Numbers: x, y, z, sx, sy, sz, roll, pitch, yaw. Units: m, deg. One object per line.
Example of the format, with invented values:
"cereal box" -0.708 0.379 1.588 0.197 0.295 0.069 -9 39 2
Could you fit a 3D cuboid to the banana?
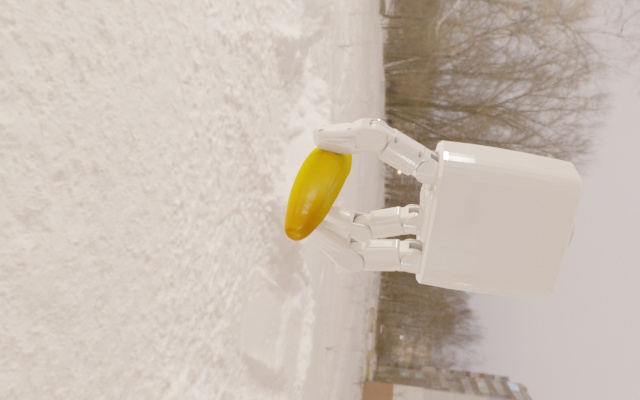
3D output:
"banana" 0.004 -0.017 0.414 0.037 0.069 0.198 13 9 5
